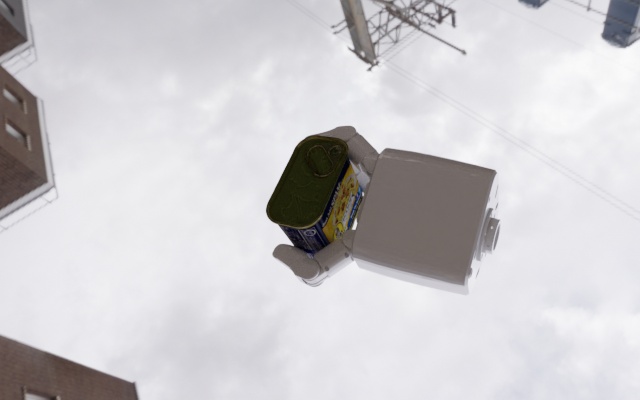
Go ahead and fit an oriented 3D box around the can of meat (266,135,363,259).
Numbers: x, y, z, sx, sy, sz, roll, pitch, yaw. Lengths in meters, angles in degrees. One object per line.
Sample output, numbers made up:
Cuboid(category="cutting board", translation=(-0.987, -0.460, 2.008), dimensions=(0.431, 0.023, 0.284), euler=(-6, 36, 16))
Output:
Cuboid(category="can of meat", translation=(0.000, 0.002, 0.475), dimensions=(0.057, 0.102, 0.084), euler=(10, -28, 26))
